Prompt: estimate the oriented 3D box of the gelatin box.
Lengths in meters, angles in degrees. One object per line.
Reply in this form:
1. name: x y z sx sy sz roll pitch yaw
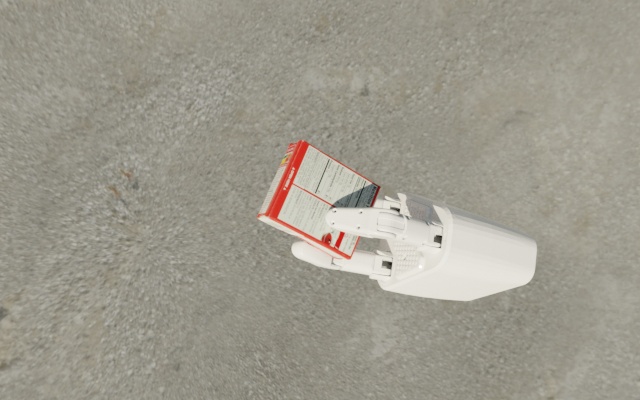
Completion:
1. gelatin box: 0.000 0.001 0.414 0.089 0.073 0.030 29 -16 -23
